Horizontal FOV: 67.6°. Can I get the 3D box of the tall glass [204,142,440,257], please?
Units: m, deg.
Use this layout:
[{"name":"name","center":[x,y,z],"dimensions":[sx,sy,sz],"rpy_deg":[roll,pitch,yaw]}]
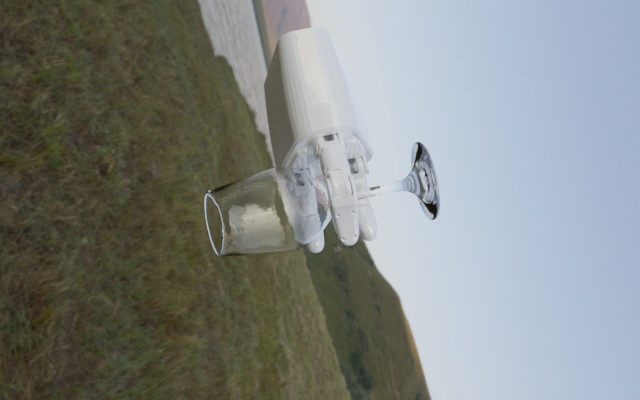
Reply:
[{"name":"tall glass","center":[0.001,0.001,0.439],"dimensions":[0.201,0.079,0.079],"rpy_deg":[-12,0,-3]}]
